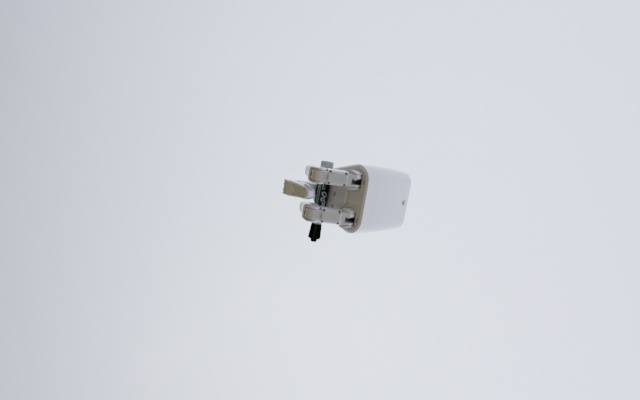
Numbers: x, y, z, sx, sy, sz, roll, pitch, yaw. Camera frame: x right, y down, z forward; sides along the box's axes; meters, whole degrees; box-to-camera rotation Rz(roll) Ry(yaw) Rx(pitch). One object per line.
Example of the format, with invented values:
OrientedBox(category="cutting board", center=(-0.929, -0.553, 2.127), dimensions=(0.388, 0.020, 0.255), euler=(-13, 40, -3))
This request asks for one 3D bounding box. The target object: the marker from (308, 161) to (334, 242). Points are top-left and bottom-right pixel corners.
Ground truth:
OrientedBox(category="marker", center=(0.000, 0.002, 0.702), dimensions=(0.020, 0.121, 0.020), euler=(10, 10, -2))
